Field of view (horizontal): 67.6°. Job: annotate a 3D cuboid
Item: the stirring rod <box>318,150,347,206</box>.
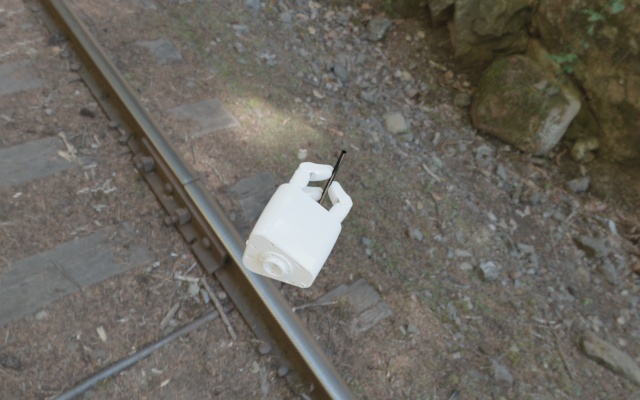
[{"bbox_3d":[0.000,0.003,0.805,0.011,0.011,0.240,0,-39,-22],"label":"stirring rod"}]
